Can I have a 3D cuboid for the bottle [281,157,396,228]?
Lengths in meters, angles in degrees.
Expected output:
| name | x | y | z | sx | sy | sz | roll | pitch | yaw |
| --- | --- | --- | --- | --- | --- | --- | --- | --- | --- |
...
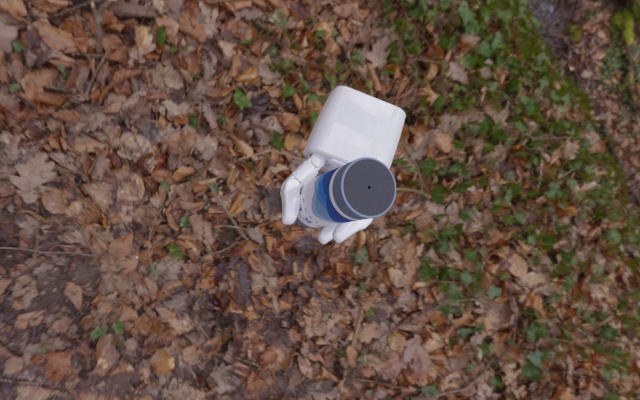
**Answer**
| name | x | y | z | sx | sy | sz | roll | pitch | yaw |
| --- | --- | --- | --- | --- | --- | --- | --- | --- | --- |
| bottle | 0.000 | 0.002 | 0.647 | 0.069 | 0.069 | 0.296 | 0 | -6 | -21 |
